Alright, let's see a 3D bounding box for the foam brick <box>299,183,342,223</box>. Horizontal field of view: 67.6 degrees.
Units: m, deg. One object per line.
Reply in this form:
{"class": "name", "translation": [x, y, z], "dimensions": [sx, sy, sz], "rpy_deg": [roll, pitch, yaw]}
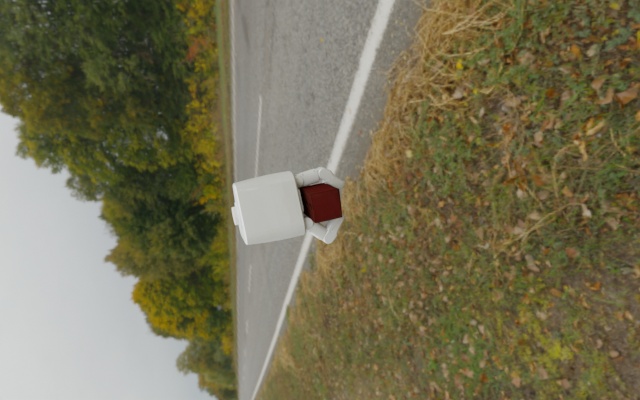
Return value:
{"class": "foam brick", "translation": [0.000, 0.003, 0.839], "dimensions": [0.051, 0.053, 0.078], "rpy_deg": [-12, 13, -15]}
